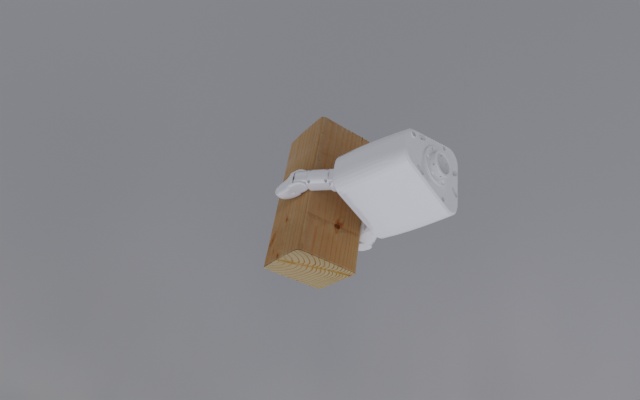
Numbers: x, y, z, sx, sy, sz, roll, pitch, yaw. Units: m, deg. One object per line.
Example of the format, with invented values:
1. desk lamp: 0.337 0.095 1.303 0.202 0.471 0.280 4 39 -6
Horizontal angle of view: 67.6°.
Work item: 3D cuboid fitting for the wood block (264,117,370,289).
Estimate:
1. wood block: 0.000 0.002 0.657 0.091 0.206 0.090 26 -34 -24
